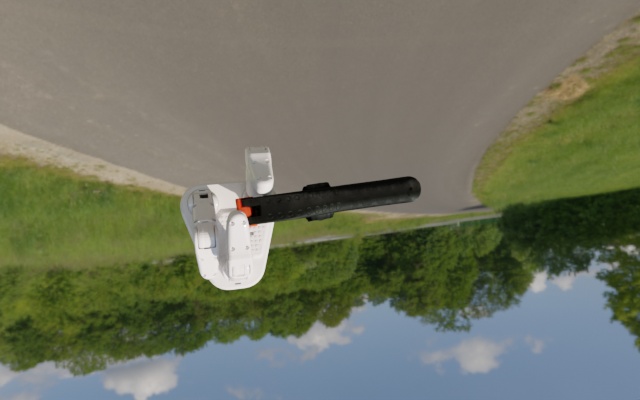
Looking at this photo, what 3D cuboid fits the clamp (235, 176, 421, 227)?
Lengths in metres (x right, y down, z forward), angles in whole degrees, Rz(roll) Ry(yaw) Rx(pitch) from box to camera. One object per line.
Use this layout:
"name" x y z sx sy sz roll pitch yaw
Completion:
"clamp" 0.000 0.002 0.478 0.171 0.039 0.120 -5 -7 -14
